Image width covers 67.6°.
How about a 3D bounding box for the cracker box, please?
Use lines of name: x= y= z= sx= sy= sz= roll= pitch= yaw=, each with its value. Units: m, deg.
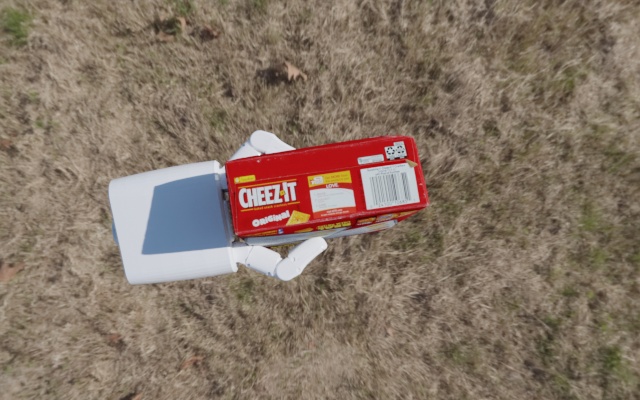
cracker box: x=0.000 y=0.002 z=0.494 sx=0.164 sy=0.072 sz=0.214 roll=-9 pitch=-8 yaw=-4
